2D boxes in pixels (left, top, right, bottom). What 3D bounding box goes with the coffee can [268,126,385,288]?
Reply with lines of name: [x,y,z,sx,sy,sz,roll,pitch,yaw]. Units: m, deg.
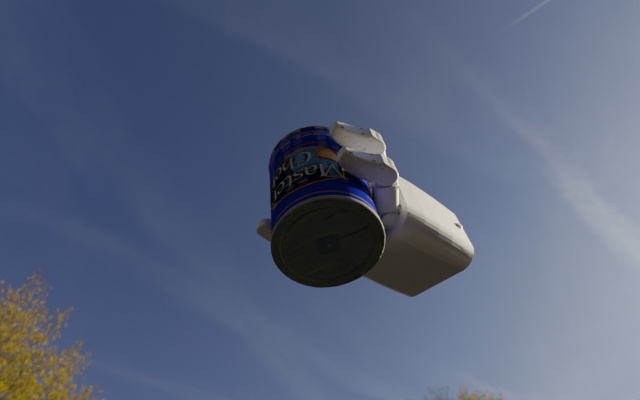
coffee can: [0.000,0.002,0.480,0.103,0.103,0.140,0,34,-7]
